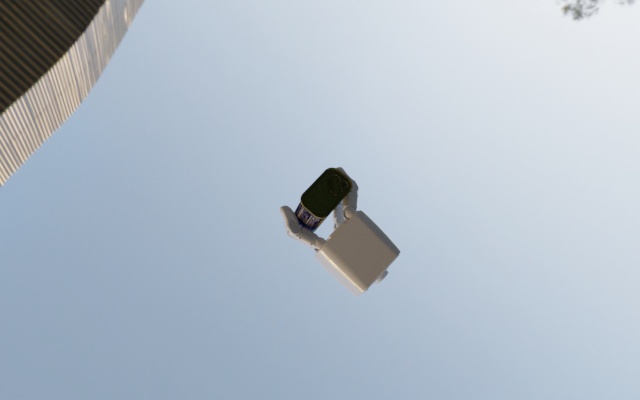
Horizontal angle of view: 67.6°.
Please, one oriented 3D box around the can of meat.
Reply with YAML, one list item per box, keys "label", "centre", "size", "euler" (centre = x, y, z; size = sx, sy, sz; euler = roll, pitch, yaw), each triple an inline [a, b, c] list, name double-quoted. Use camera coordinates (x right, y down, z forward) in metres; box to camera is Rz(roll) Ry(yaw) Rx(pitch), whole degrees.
- label: "can of meat"
  centre: [0.000, 0.003, 0.846]
  size: [0.102, 0.057, 0.084]
  euler: [-48, -5, -30]
